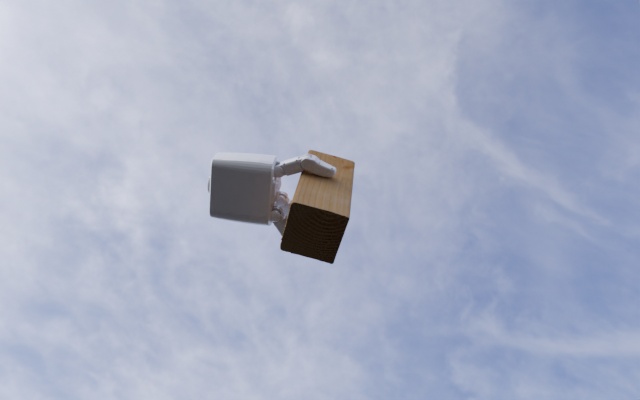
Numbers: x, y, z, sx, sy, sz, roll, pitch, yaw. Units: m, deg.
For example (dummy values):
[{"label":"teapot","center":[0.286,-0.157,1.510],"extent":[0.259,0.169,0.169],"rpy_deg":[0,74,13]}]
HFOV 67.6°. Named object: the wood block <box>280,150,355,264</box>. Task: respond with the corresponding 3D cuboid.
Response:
[{"label":"wood block","center":[0.000,0.002,0.804],"extent":[0.090,0.091,0.206],"rpy_deg":[16,29,-2]}]
